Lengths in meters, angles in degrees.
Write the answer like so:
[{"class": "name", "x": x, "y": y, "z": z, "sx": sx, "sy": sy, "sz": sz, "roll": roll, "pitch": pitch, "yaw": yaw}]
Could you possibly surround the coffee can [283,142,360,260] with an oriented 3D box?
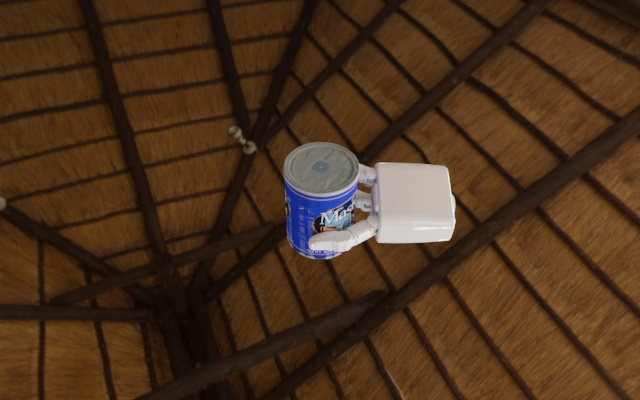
[{"class": "coffee can", "x": 0.000, "y": 0.002, "z": 0.686, "sx": 0.103, "sy": 0.102, "sz": 0.140, "roll": 0, "pitch": -44, "yaw": -1}]
